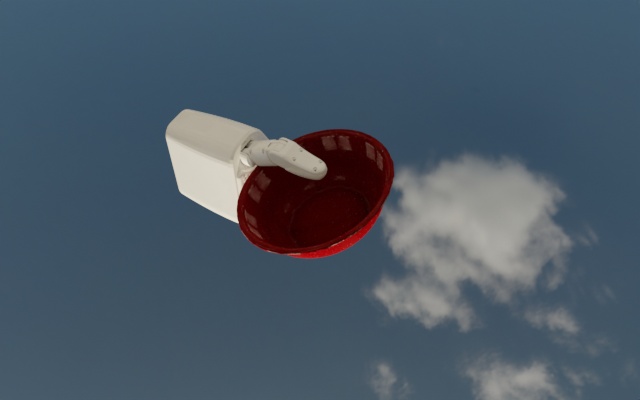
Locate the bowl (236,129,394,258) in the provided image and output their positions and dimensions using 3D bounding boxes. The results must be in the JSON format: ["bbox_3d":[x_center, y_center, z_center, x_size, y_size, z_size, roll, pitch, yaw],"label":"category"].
[{"bbox_3d":[0.001,0.002,0.480,0.162,0.162,0.055,0,-40,26],"label":"bowl"}]
